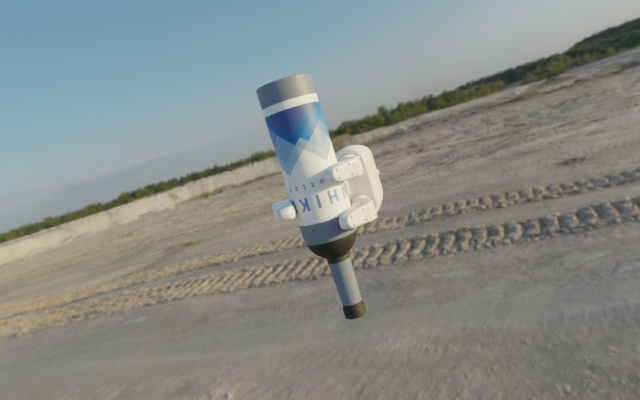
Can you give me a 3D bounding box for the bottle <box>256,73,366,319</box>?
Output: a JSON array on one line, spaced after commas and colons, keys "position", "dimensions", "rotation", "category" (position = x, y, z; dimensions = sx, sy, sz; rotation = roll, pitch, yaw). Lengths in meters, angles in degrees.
[{"position": [0.000, 0.002, 0.573], "dimensions": [0.069, 0.296, 0.069], "rotation": [-17, 7, 2], "category": "bottle"}]
